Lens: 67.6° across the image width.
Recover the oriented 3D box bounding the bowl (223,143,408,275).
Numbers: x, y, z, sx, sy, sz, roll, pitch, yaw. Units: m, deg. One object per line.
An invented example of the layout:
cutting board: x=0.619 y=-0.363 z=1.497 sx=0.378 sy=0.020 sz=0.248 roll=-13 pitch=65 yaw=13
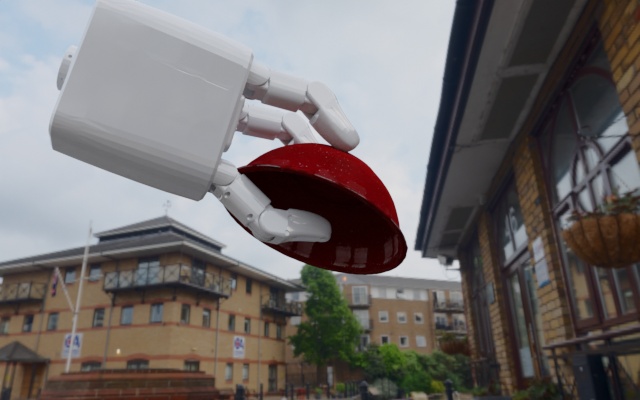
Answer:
bowl: x=0.001 y=0.002 z=0.404 sx=0.162 sy=0.055 sz=0.162 roll=17 pitch=-29 yaw=10
